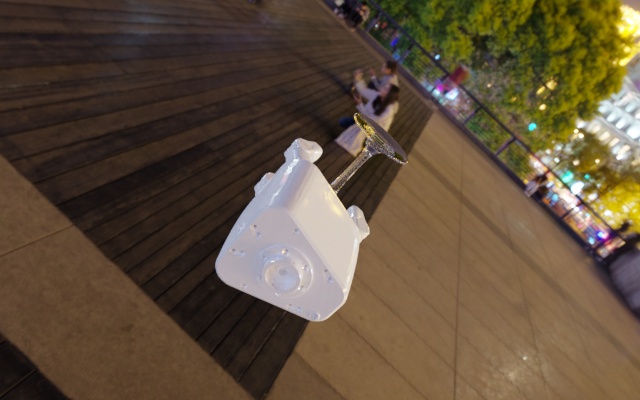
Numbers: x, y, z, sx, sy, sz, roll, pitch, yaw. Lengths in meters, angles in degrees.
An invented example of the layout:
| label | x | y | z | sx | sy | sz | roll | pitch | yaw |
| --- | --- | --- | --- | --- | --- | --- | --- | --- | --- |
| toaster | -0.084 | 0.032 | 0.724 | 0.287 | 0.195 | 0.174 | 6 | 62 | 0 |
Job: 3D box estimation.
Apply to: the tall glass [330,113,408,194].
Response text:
| label | x | y | z | sx | sy | sz | roll | pitch | yaw |
| --- | --- | --- | --- | --- | --- | --- | --- | --- | --- |
| tall glass | 0.001 | 0.001 | 0.530 | 0.201 | 0.079 | 0.079 | -46 | -22 | 23 |
